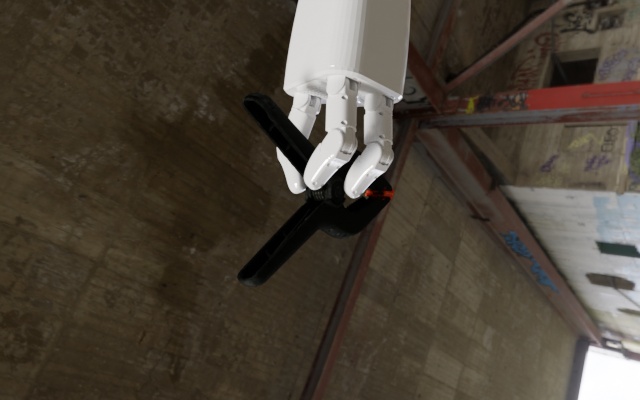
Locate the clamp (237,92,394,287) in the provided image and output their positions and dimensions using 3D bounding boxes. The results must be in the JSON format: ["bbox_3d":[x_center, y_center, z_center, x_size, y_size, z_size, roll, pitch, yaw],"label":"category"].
[{"bbox_3d":[0.000,0.001,0.470,0.036,0.164,0.210,5,-4,43],"label":"clamp"}]
